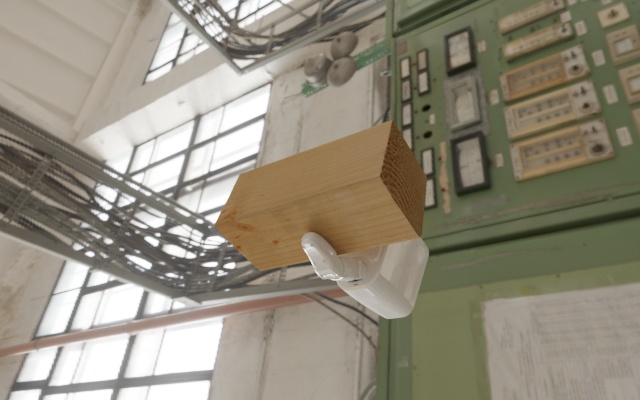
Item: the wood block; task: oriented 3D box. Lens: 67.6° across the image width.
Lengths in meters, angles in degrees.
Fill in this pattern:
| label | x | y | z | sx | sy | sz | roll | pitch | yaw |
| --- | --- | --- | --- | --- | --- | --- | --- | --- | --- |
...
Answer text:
| label | x | y | z | sx | sy | sz | roll | pitch | yaw |
| --- | --- | --- | --- | --- | --- | --- | --- | --- | --- |
| wood block | 0.000 | 0.002 | 0.522 | 0.206 | 0.090 | 0.090 | -16 | -52 | 31 |
